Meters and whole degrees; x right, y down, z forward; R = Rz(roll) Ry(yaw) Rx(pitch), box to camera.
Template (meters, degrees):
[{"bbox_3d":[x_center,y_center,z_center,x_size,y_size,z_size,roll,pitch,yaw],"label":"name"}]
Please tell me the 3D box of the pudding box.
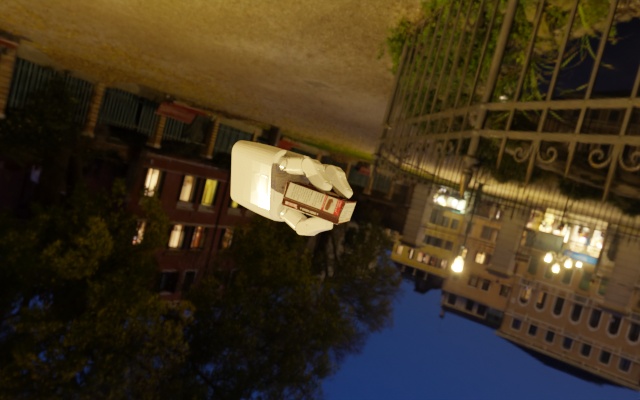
[{"bbox_3d":[0.000,0.002,0.707,0.090,0.039,0.113,19,6,11],"label":"pudding box"}]
